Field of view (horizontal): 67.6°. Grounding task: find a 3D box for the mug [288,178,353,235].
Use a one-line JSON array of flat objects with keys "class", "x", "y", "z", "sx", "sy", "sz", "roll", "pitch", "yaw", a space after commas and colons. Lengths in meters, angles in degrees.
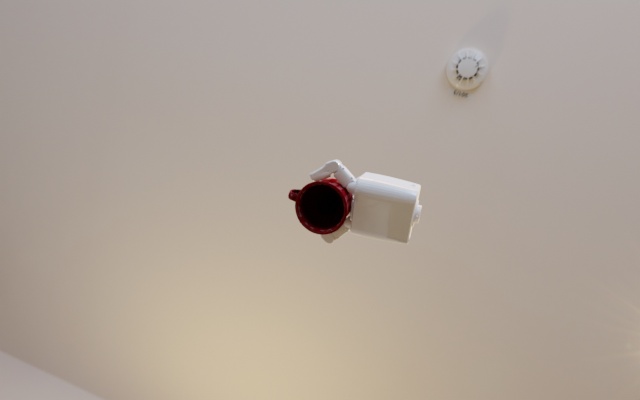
[{"class": "mug", "x": -0.001, "y": 0.002, "z": 0.847, "sx": 0.117, "sy": 0.093, "sz": 0.081, "roll": 14, "pitch": 14, "yaw": 13}]
